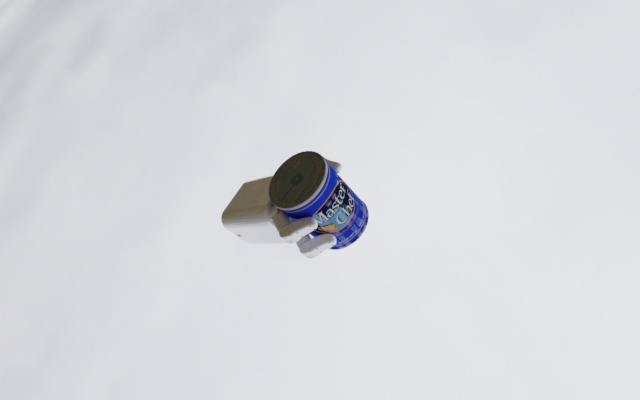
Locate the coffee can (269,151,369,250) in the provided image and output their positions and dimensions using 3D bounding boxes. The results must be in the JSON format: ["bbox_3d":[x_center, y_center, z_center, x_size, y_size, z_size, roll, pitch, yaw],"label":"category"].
[{"bbox_3d":[0.000,0.002,0.759,0.103,0.102,0.140,0,-30,37],"label":"coffee can"}]
